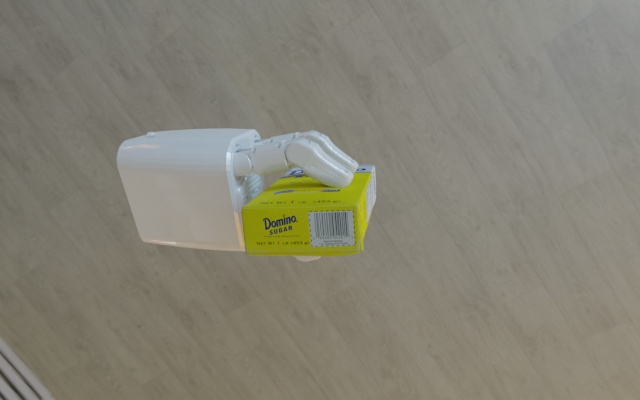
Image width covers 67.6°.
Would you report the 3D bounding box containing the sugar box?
[{"bbox_3d":[0.000,0.001,0.441,0.093,0.048,0.176,-1,16,10],"label":"sugar box"}]
